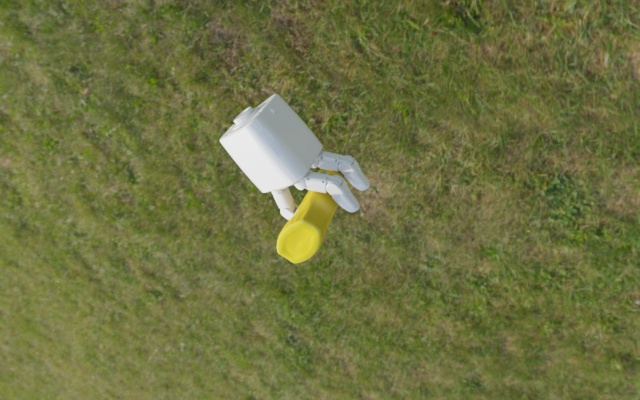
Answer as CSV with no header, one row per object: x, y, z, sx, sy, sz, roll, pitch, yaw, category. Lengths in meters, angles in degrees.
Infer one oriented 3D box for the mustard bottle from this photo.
0.000,0.003,0.730,0.058,0.191,0.096,32,-46,-3,mustard bottle
